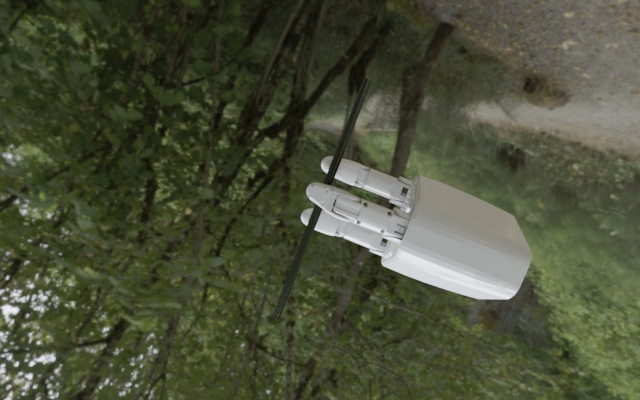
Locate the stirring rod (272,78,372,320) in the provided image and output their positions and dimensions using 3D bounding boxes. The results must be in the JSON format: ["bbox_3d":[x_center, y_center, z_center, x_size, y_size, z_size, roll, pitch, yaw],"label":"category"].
[{"bbox_3d":[0.000,0.001,0.448,0.011,0.239,0.011,21,6,-2],"label":"stirring rod"}]
